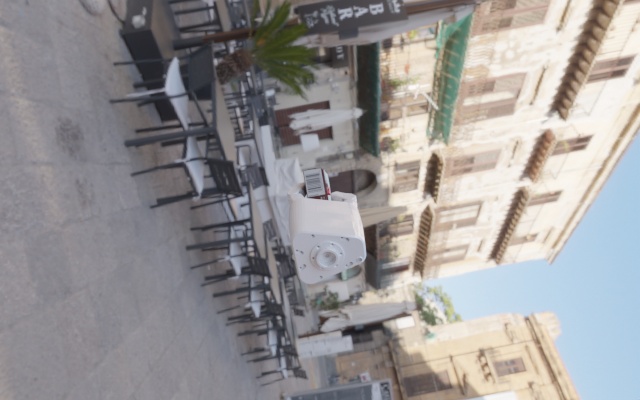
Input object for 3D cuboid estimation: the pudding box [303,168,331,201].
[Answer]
[{"bbox_3d":[0.000,0.003,0.843,0.039,0.113,0.090,-8,-3,4],"label":"pudding box"}]
